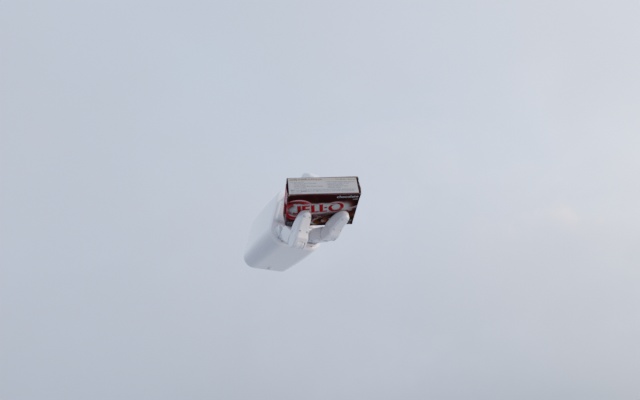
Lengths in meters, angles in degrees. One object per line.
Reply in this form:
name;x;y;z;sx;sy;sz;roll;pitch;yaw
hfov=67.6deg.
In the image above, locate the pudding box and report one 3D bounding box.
pudding box;0.000;0.002;0.742;0.113;0.039;0.090;-4;-32;-9
